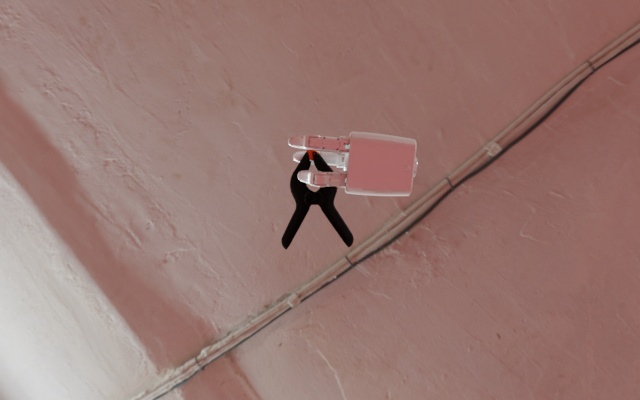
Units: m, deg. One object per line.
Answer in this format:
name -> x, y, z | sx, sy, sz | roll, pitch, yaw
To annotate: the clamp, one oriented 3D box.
clamp -> 0.000, 0.002, 0.791 | 0.120, 0.171, 0.039 | 5, 8, 1
